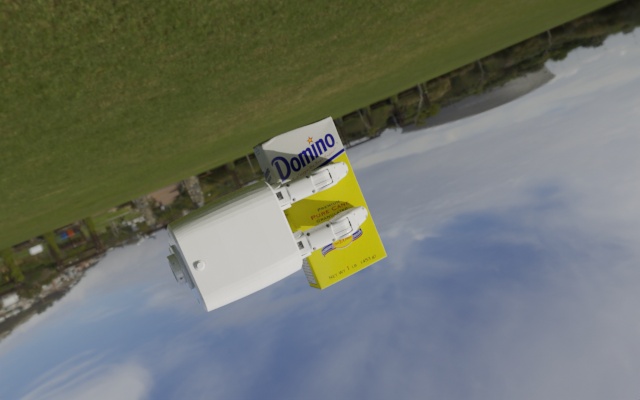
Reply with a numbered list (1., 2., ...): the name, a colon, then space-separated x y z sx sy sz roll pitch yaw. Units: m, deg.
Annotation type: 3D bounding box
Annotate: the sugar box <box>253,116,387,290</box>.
1. sugar box: 0.000 0.002 0.550 0.093 0.176 0.048 -25 7 -20
